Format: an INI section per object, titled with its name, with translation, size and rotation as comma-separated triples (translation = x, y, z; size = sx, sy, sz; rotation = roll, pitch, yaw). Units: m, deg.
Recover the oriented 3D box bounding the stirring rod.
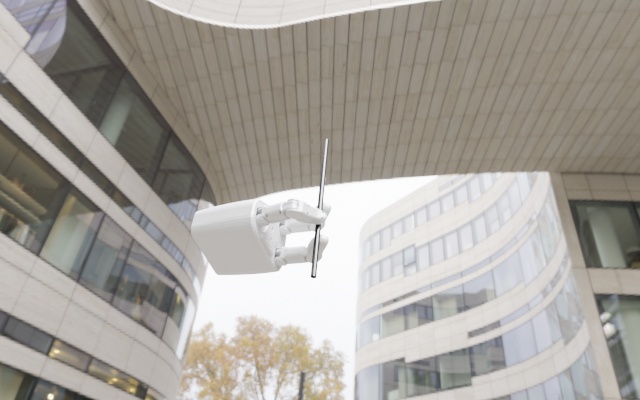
[stirring rod]
translation = 0.000, 0.002, 0.693
size = 0.011, 0.239, 0.011
rotation = 4, -35, 3
